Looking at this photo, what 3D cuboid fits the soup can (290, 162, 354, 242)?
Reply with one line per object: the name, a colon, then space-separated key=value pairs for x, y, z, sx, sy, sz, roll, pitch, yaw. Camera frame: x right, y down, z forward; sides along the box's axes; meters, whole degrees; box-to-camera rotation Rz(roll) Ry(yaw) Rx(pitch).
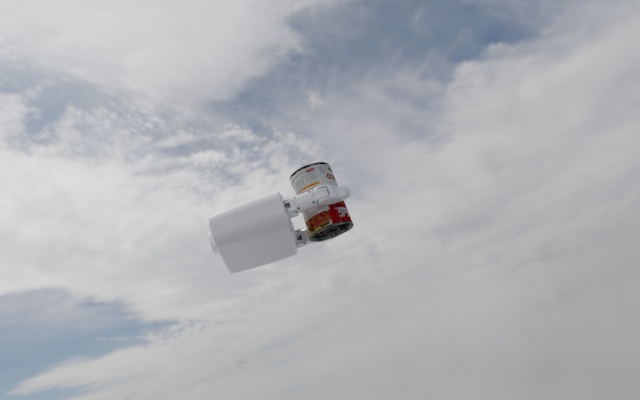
soup can: x=0.000 y=0.002 z=0.716 sx=0.068 sy=0.102 sz=0.068 roll=-19 pitch=-18 yaw=-6
